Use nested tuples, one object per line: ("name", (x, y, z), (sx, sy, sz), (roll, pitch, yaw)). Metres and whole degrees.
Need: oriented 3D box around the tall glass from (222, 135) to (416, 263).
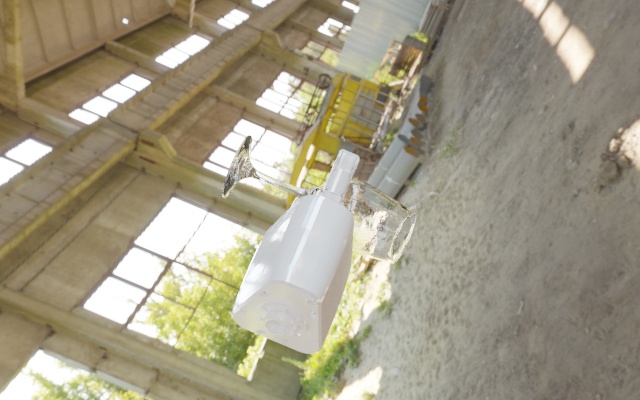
("tall glass", (0.000, 0.001, 0.523), (0.201, 0.079, 0.079), (23, 0, -1))
